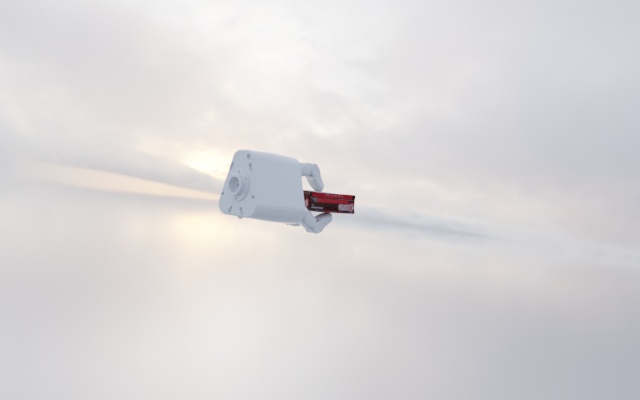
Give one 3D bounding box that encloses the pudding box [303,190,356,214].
[{"bbox_3d":[0.000,0.003,0.871,0.090,0.039,0.113,6,1,-22],"label":"pudding box"}]
